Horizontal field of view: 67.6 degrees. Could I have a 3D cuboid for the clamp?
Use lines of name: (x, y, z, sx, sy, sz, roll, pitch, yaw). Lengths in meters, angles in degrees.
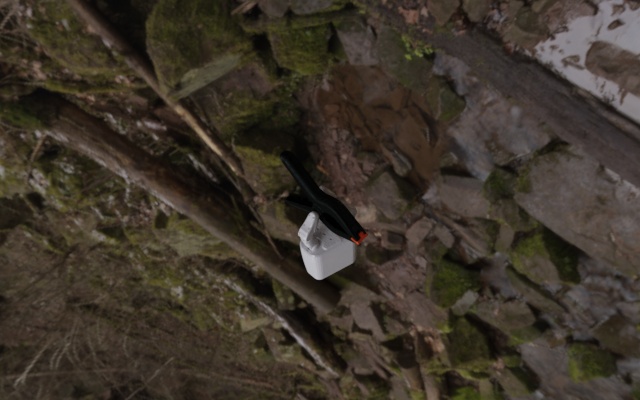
clamp: (0.000, 0.004, 0.887, 0.210, 0.036, 0.165, 36, -23, 28)
